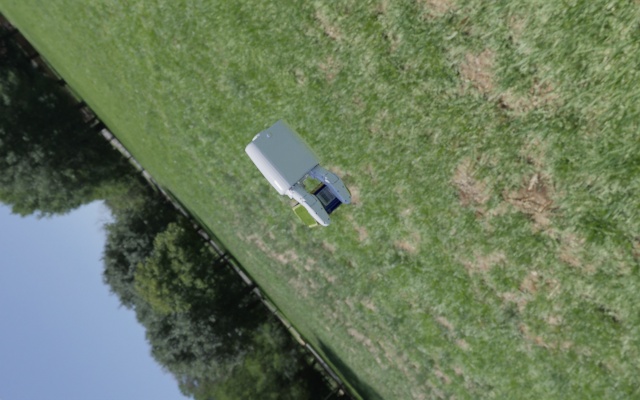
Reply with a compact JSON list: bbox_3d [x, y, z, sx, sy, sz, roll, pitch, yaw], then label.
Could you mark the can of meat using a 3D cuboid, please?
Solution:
[{"bbox_3d":[0.000,0.003,0.889,0.084,0.057,0.102,-41,4,-15],"label":"can of meat"}]
